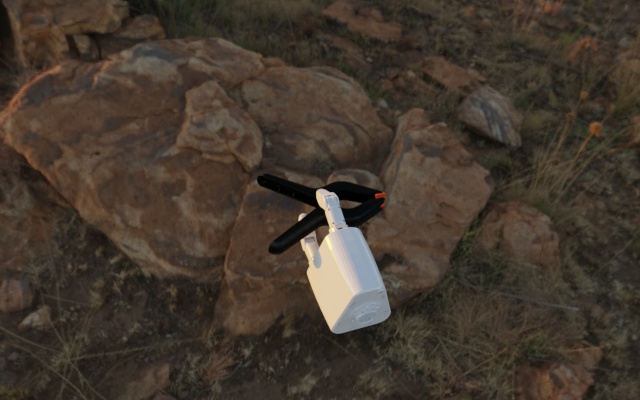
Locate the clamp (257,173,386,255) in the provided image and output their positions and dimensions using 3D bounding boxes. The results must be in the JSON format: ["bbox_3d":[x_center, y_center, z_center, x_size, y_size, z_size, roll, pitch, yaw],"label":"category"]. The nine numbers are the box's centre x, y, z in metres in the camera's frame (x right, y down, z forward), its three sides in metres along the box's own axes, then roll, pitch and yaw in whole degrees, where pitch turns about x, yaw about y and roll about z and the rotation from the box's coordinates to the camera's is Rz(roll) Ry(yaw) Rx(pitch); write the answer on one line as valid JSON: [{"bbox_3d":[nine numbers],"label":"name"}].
[{"bbox_3d":[0.001,0.002,0.771,0.210,0.164,0.036,-11,-41,-16],"label":"clamp"}]
